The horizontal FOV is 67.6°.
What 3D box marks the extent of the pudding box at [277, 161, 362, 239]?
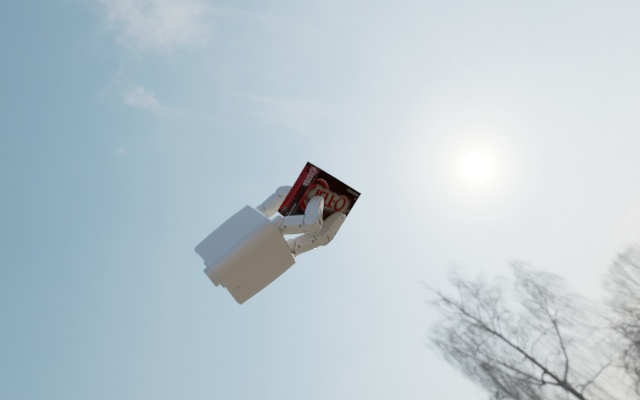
[{"bbox_3d":[0.000,0.002,0.732,0.039,0.090,0.113,36,6,40],"label":"pudding box"}]
